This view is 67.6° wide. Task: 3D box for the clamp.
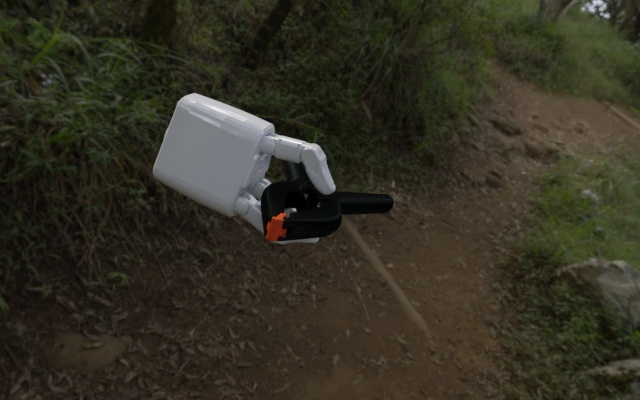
[{"bbox_3d":[0.000,0.001,0.565,0.164,0.036,0.210,22,24,7],"label":"clamp"}]
